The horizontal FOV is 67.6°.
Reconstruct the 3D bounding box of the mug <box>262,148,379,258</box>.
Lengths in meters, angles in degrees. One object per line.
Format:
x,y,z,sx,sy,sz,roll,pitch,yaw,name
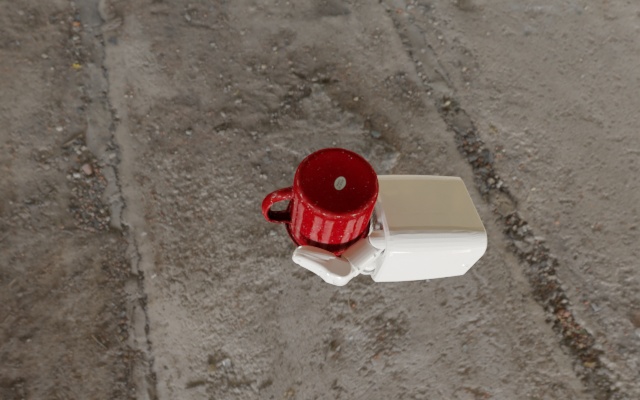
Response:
-0.001,0.001,0.477,0.117,0.093,0.081,-2,-29,-8,mug
